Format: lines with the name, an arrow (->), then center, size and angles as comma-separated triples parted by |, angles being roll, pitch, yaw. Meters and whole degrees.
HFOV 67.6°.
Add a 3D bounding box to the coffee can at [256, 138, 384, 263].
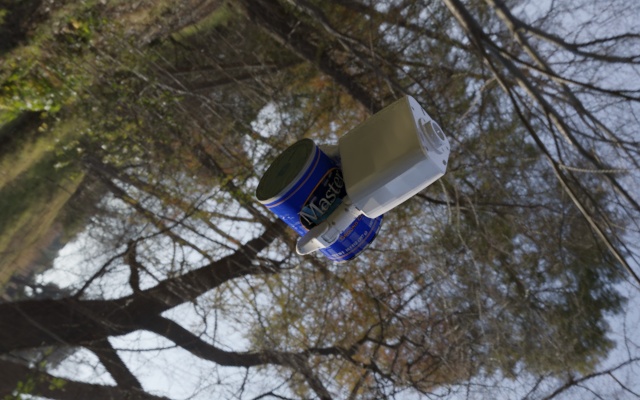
coffee can -> 0.000, 0.002, 0.630 | 0.140, 0.102, 0.103 | 42, -21, -25
